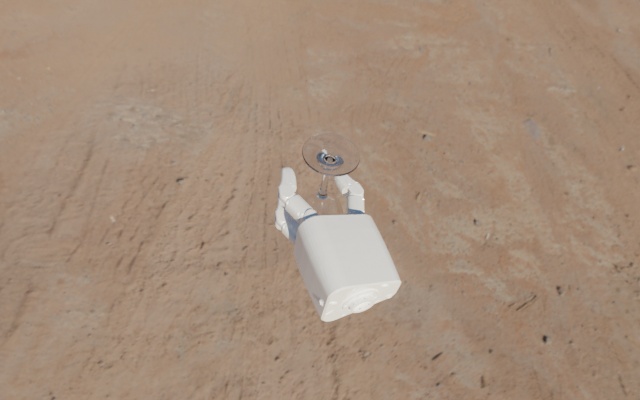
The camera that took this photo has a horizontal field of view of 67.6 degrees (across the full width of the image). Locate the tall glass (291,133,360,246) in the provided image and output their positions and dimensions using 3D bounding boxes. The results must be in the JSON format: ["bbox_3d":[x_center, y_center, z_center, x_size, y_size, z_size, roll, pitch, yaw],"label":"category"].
[{"bbox_3d":[0.000,0.002,0.679,0.079,0.079,0.201,0,-38,-10],"label":"tall glass"}]
